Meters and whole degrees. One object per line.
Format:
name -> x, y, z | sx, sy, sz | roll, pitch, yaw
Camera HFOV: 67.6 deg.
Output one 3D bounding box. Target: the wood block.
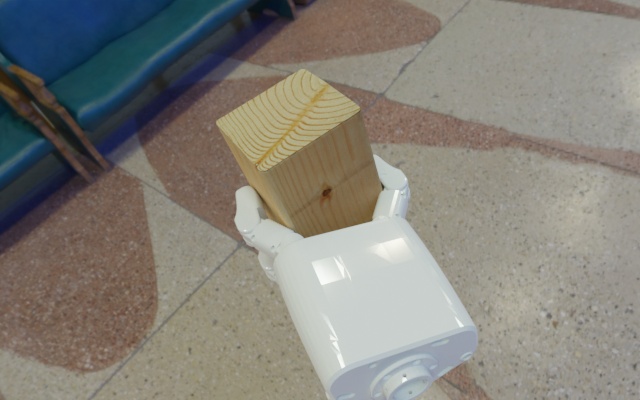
wood block -> 0.000, 0.001, 0.439 | 0.091, 0.206, 0.090 | -34, 47, -12
